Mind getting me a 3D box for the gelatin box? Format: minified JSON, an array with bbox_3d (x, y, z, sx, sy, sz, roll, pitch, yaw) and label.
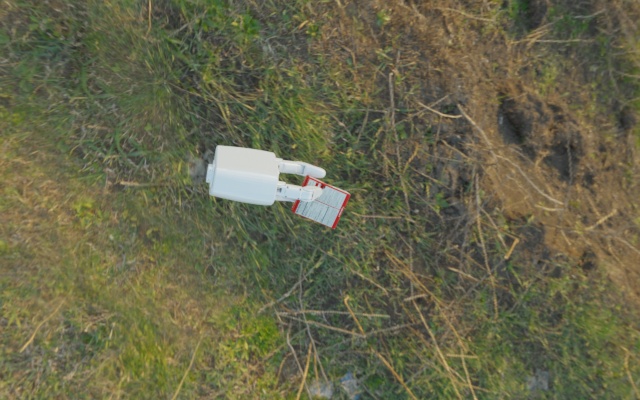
[{"bbox_3d":[0.001,0.003,0.891,0.089,0.073,0.030,22,7,-14],"label":"gelatin box"}]
